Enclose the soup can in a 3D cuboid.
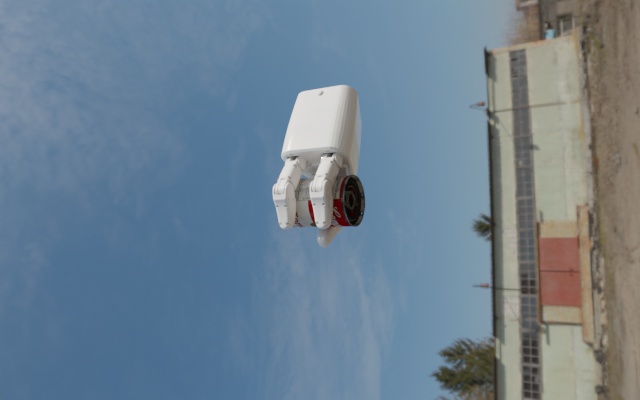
[{"bbox_3d":[0.000,0.003,0.642,0.102,0.068,0.068,-3,-1,28],"label":"soup can"}]
